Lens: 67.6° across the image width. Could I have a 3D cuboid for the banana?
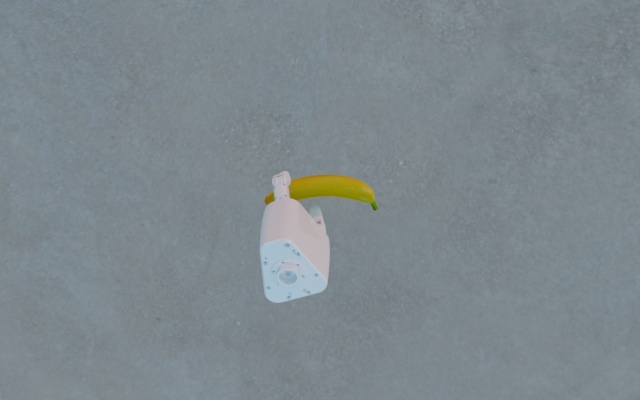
[{"bbox_3d":[0.005,-0.013,0.798,0.198,0.070,0.037,4,32,-5],"label":"banana"}]
